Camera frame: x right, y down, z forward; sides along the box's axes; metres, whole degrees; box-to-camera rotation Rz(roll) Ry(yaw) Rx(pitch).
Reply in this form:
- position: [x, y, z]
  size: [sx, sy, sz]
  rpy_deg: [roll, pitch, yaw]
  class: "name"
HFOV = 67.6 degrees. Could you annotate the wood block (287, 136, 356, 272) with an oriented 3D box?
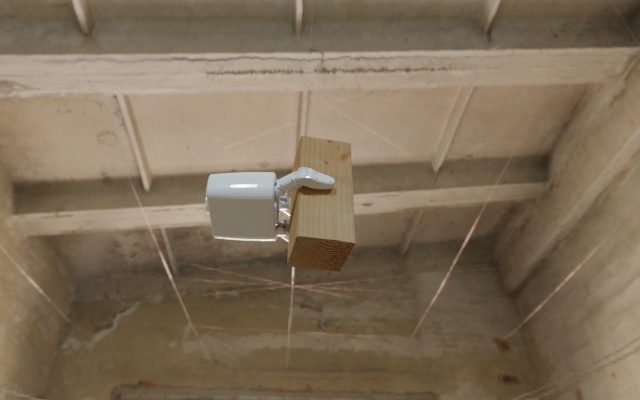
- position: [0.000, 0.002, 0.787]
  size: [0.090, 0.206, 0.091]
  rpy_deg: [8, -38, -10]
  class: "wood block"
